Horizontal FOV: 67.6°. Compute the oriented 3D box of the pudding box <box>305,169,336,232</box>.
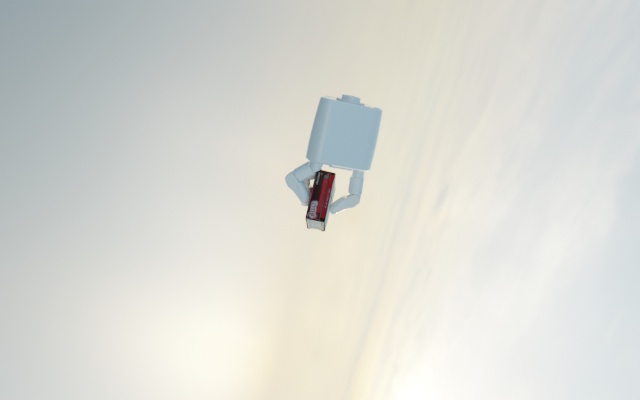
[{"bbox_3d":[0.000,0.003,0.851,0.039,0.090,0.113,13,-12,5],"label":"pudding box"}]
